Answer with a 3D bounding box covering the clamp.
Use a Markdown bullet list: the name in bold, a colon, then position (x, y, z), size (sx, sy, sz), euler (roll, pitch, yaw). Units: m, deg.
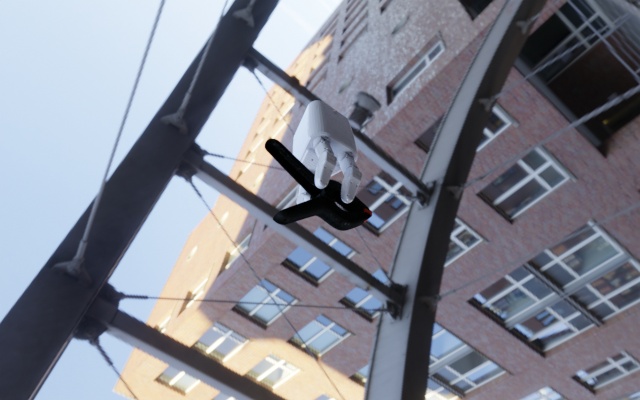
- **clamp**: position (0.000, 0.003, 0.751), size (0.210, 0.164, 0.036), euler (28, -52, -29)
